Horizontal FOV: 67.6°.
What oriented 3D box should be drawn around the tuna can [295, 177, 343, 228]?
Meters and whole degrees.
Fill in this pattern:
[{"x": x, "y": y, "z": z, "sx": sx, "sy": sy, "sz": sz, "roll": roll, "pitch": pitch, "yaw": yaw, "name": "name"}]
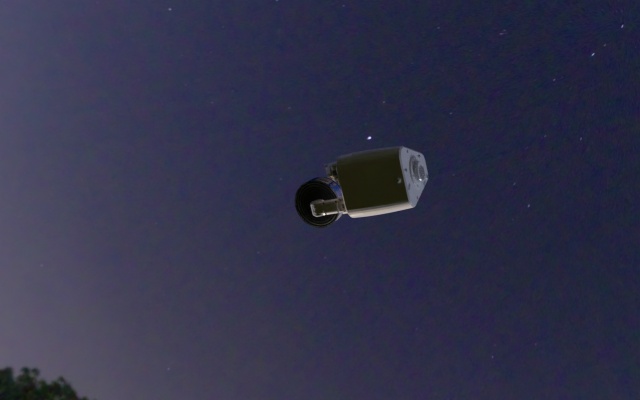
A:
[{"x": 0.000, "y": 0.003, "z": 0.836, "sx": 0.086, "sy": 0.086, "sz": 0.033, "roll": 0, "pitch": 17, "yaw": 27, "name": "tuna can"}]
